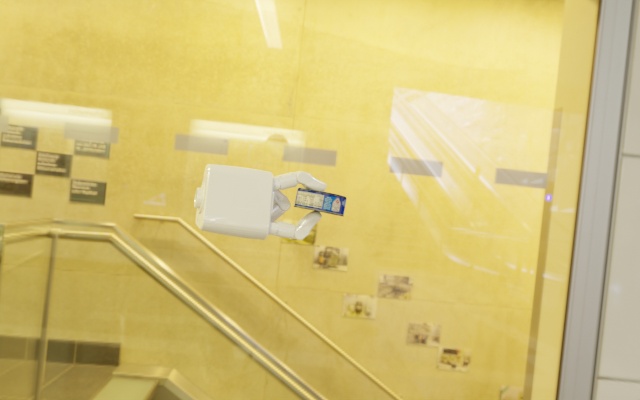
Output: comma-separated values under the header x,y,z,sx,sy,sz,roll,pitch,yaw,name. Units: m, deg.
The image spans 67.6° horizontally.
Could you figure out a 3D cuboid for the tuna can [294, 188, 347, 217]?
x,y,z,sx,sy,sz,roll,pitch,yaw,name
0.000,0.002,0.800,0.086,0.034,0.086,11,-2,0,tuna can
